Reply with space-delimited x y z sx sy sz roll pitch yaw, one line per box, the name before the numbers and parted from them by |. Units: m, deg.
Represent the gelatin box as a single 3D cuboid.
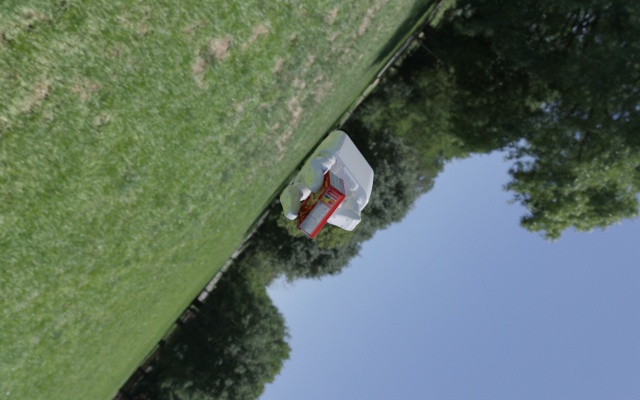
gelatin box | 0.000 0.003 0.653 0.030 0.073 0.089 36 14 -11
